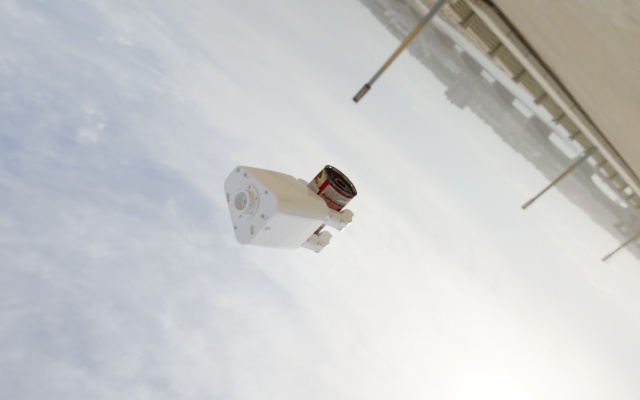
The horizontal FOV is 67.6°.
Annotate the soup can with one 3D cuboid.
[{"bbox_3d":[0.000,0.003,0.761,0.102,0.068,0.068,-47,-22,22],"label":"soup can"}]
